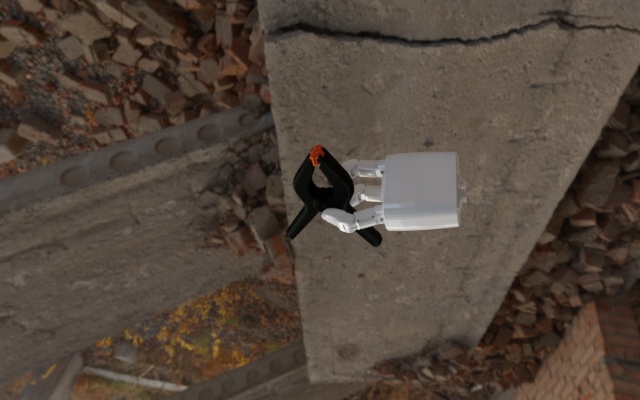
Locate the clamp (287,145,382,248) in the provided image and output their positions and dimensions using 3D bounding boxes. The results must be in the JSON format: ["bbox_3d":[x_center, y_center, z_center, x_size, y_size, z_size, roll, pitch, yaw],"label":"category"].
[{"bbox_3d":[0.000,0.003,0.754,0.164,0.036,0.210,-2,-45,20],"label":"clamp"}]
